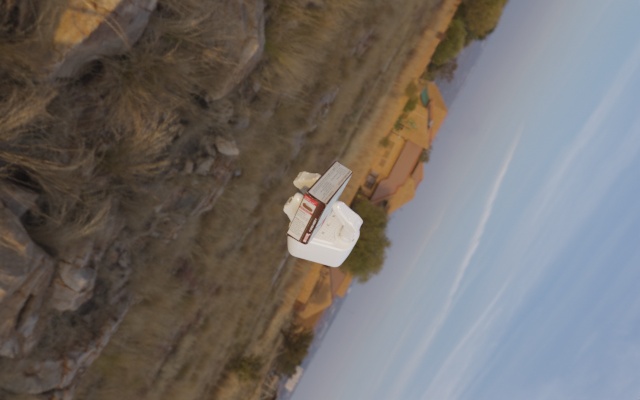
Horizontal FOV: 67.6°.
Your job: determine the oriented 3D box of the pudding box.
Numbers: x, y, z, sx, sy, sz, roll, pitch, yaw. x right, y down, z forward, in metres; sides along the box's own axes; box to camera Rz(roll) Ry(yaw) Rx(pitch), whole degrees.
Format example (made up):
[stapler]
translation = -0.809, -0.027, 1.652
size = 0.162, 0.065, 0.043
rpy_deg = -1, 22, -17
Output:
[pudding box]
translation = 0.000, 0.002, 0.724
size = 0.039, 0.090, 0.113
rpy_deg = 30, 37, 6
